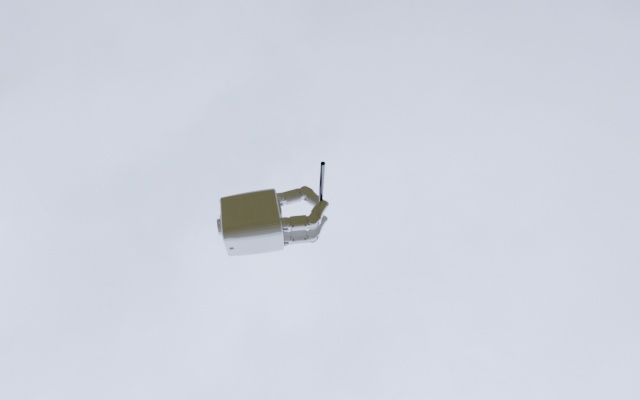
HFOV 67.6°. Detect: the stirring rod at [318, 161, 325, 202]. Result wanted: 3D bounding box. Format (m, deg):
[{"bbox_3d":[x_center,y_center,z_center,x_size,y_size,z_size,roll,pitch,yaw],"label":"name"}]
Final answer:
[{"bbox_3d":[0.000,0.003,0.881,0.011,0.011,0.240,0,-32,-2],"label":"stirring rod"}]
